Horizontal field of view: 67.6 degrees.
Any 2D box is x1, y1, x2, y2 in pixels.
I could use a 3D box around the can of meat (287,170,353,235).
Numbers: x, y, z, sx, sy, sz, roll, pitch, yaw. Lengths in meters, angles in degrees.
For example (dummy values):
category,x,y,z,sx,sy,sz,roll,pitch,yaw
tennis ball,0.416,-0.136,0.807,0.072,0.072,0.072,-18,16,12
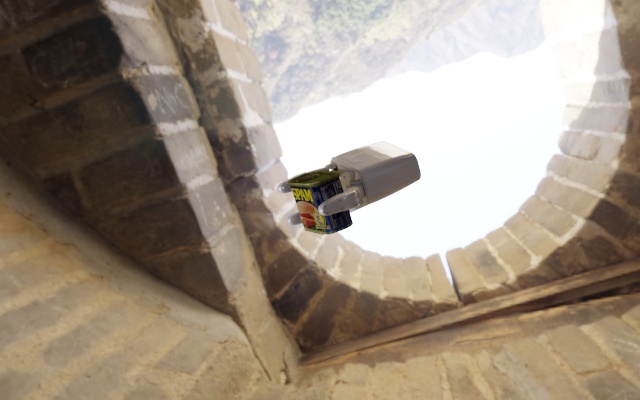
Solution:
category,x,y,z,sx,sy,sz,roll,pitch,yaw
can of meat,0.000,0.003,0.731,0.057,0.084,0.102,-23,14,-24
